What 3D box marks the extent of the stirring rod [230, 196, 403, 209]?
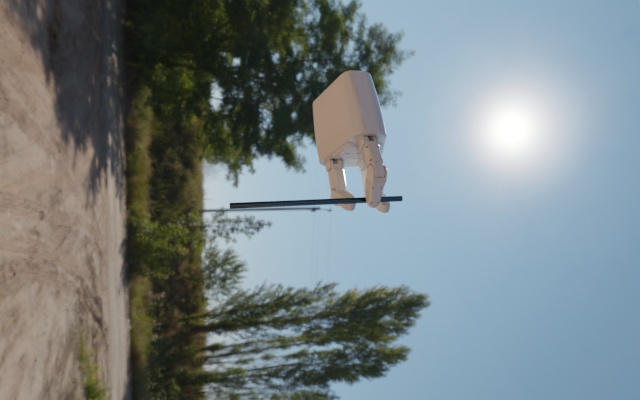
[{"bbox_3d":[0.000,0.002,0.640,0.239,0.011,0.011,-2,1,-18],"label":"stirring rod"}]
